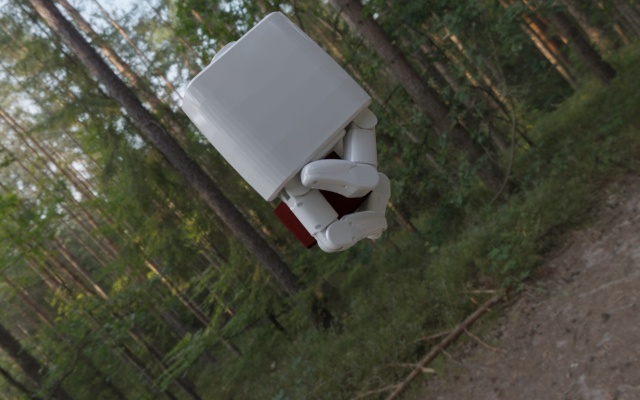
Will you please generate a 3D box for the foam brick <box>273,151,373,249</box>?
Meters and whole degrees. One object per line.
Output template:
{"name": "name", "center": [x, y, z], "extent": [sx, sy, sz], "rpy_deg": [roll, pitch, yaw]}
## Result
{"name": "foam brick", "center": [0.000, 0.002, 0.438], "extent": [0.053, 0.051, 0.078], "rpy_deg": [-46, 2, -29]}
